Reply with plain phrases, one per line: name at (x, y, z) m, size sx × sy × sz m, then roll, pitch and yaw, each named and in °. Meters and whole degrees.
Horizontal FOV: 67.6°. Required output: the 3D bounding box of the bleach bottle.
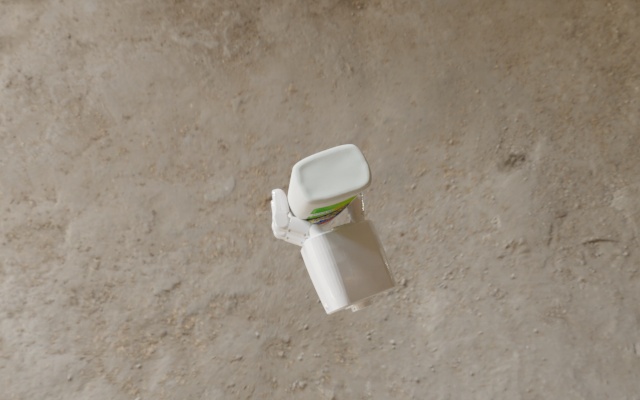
bleach bottle at (0.000, 0.002, 0.716) m, size 0.102 × 0.068 × 0.251 m, roll -19°, pitch -14°, yaw -12°
